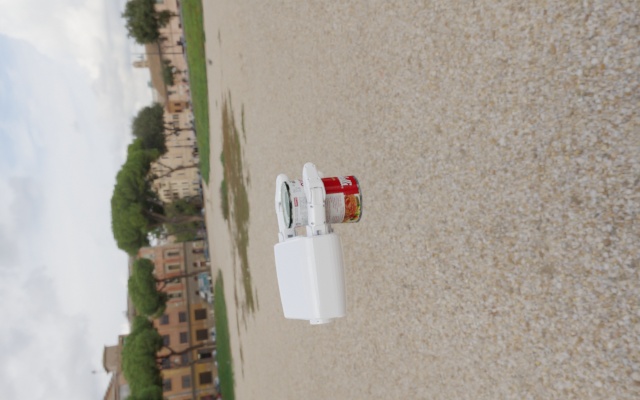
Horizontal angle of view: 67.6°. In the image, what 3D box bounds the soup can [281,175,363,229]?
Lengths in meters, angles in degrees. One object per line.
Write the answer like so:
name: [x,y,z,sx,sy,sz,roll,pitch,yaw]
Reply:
soup can: [0.000,0.002,0.667,0.102,0.068,0.068,-5,1,-14]
